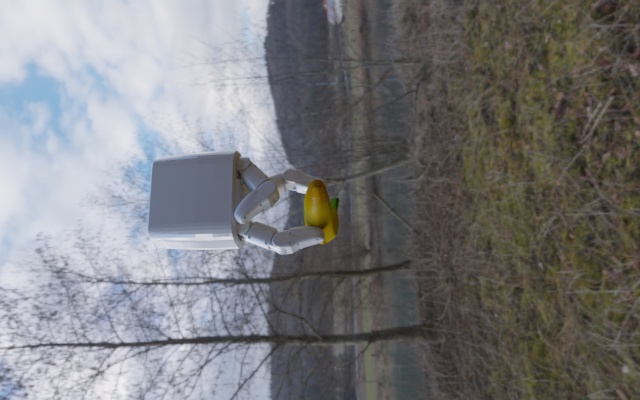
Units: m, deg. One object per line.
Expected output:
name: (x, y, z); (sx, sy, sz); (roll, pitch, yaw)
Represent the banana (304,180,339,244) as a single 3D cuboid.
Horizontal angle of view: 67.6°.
banana: (0.001, 0.021, 0.611); (0.037, 0.069, 0.198); (-2, -6, 6)
